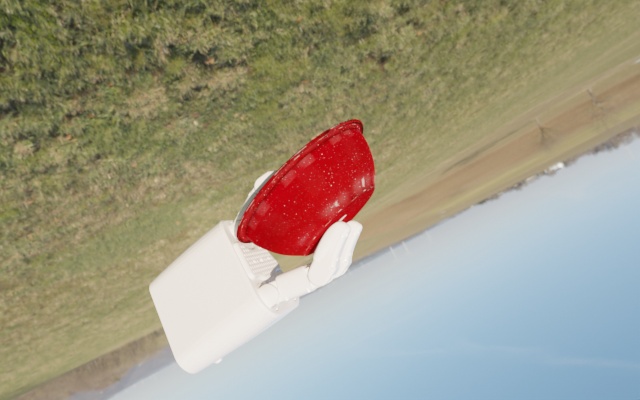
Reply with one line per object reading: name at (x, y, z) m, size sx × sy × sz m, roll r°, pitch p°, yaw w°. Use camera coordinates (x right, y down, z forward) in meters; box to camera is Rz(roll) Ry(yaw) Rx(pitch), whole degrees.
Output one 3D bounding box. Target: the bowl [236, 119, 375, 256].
bowl at (0.001, 0.001, 0.450) m, size 0.055 × 0.162 × 0.162 m, roll 45°, pitch 12°, yaw 12°
